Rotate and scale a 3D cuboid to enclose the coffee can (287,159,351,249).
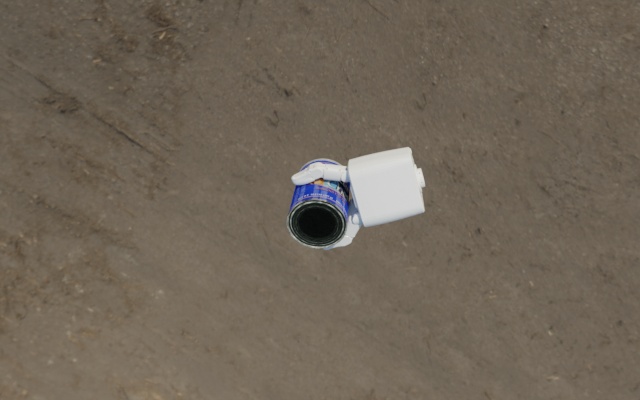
[{"bbox_3d":[0.000,0.003,0.853,0.103,0.103,0.140,0,33,6],"label":"coffee can"}]
